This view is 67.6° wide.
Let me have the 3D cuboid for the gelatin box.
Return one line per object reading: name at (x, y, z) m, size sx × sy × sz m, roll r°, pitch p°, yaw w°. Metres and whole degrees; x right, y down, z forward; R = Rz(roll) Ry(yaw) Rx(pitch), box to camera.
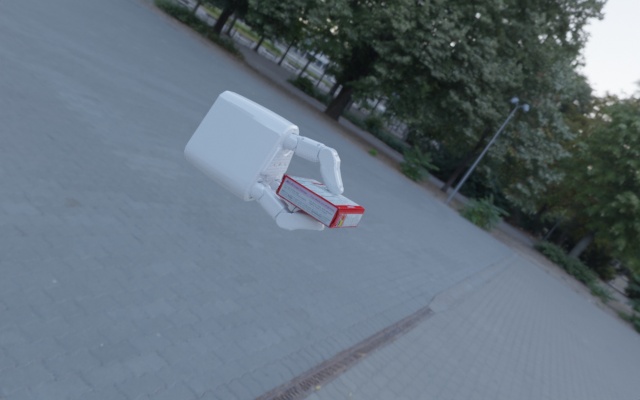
gelatin box at (0.001, 0.002, 0.590) m, size 0.089 × 0.030 × 0.073 m, roll 31°, pitch 12°, yaw 26°
